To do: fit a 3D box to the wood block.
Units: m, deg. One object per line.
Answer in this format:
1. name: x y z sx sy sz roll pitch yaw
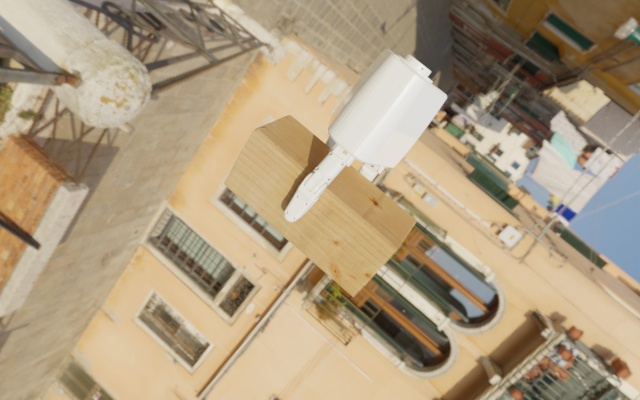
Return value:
1. wood block: 0.000 0.002 0.576 0.206 0.090 0.090 40 32 7
